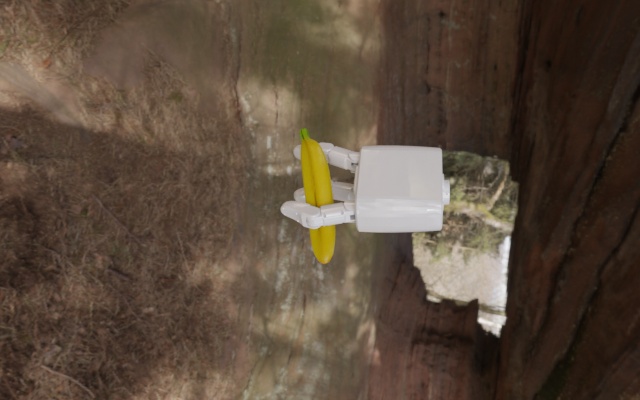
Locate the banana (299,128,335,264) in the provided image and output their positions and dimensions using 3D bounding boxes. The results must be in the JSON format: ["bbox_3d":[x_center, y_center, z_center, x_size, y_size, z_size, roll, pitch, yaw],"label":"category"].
[{"bbox_3d":[-0.001,0.004,0.645,0.037,0.198,0.069,-6,16,2],"label":"banana"}]
